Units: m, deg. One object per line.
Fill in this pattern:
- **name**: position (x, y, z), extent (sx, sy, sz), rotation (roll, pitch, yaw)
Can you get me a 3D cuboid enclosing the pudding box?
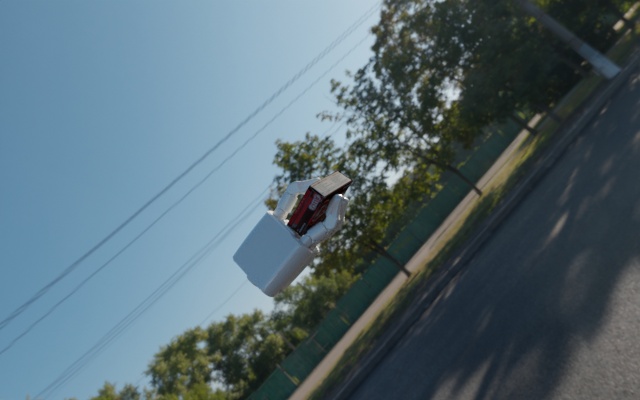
- **pudding box**: position (0.000, 0.003, 0.820), extent (0.039, 0.090, 0.113), rotation (39, 32, 10)
